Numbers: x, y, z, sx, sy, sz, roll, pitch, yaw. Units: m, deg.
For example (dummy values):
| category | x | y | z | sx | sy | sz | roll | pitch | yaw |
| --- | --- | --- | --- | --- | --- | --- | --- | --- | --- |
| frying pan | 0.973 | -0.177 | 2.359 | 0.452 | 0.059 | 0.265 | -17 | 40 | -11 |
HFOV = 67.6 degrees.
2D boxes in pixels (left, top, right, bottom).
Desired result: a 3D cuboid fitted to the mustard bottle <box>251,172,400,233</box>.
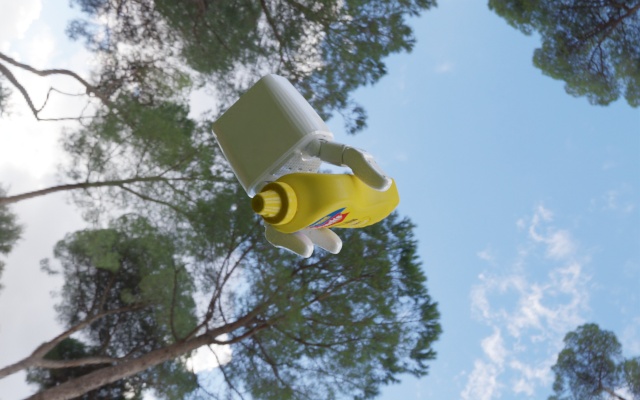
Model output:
| category | x | y | z | sx | sy | sz | roll | pitch | yaw |
| --- | --- | --- | --- | --- | --- | --- | --- | --- | --- |
| mustard bottle | 0.000 | 0.002 | 0.510 | 0.096 | 0.058 | 0.191 | -20 | -12 | 35 |
